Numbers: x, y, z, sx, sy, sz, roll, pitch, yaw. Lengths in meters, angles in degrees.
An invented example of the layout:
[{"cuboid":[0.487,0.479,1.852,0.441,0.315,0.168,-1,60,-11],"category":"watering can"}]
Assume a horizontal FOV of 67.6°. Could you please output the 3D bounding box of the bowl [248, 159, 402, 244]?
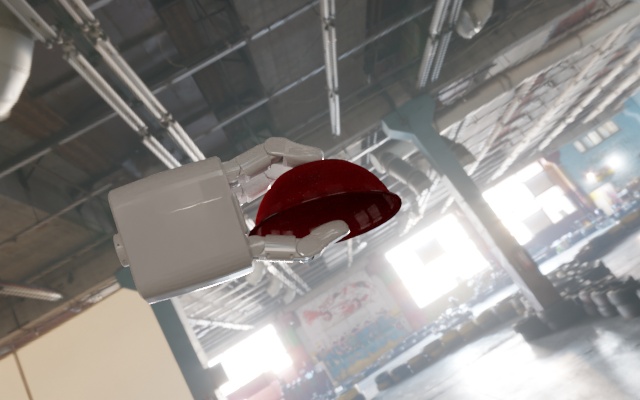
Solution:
[{"cuboid":[0.001,0.001,0.500,0.162,0.055,0.162,-12,-20,-5],"category":"bowl"}]
